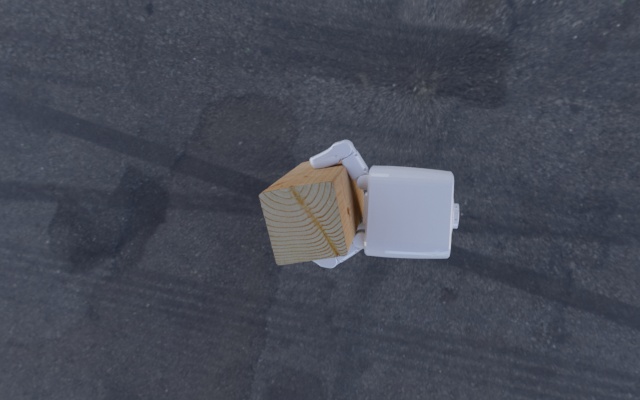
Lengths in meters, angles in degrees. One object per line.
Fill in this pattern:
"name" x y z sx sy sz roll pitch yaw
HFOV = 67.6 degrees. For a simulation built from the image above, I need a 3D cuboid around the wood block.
"wood block" 0.000 0.002 0.639 0.090 0.091 0.206 -9 12 13
